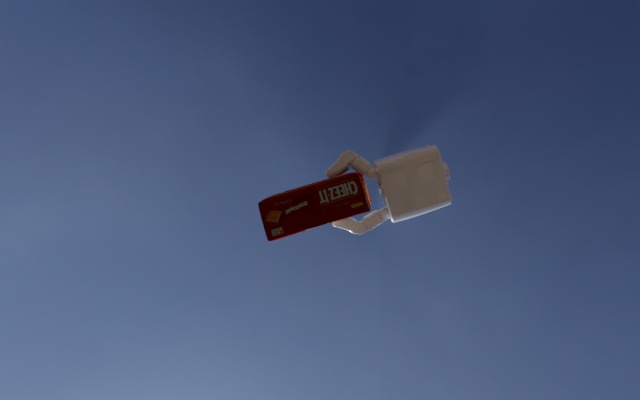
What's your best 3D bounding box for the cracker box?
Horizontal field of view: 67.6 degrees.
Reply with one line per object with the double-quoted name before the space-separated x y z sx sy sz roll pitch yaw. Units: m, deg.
"cracker box" 0.000 0.003 0.820 0.164 0.072 0.213 -18 1 7
